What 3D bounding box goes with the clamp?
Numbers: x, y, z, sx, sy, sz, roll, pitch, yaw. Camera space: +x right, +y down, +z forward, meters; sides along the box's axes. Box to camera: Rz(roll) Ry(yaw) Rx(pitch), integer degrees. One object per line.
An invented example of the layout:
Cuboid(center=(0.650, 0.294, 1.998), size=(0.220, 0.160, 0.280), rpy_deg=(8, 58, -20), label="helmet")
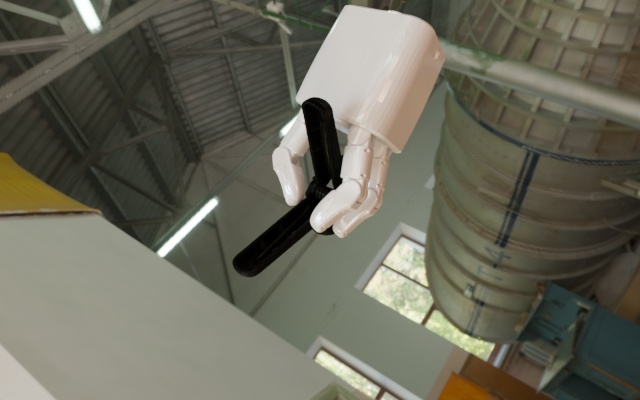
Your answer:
Cuboid(center=(0.000, 0.001, 0.477), size=(0.036, 0.164, 0.210), rpy_deg=(31, 6, 24), label="clamp")
